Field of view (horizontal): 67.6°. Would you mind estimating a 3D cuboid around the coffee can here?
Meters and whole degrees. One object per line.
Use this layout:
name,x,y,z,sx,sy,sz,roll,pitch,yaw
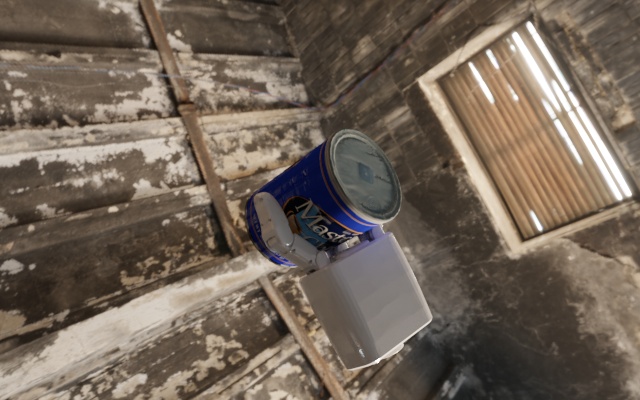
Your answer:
coffee can,0.000,0.001,0.513,0.103,0.102,0.140,0,-24,-46
